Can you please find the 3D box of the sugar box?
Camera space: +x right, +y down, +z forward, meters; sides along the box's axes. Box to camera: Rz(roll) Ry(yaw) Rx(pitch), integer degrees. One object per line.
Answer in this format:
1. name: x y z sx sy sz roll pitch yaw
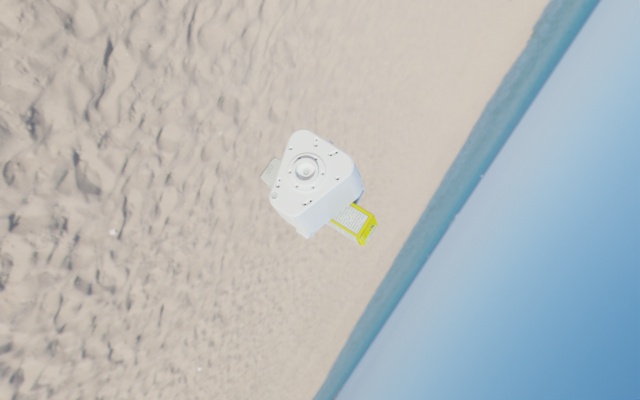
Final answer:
1. sugar box: 0.000 0.002 0.722 0.176 0.048 0.093 34 -6 15
